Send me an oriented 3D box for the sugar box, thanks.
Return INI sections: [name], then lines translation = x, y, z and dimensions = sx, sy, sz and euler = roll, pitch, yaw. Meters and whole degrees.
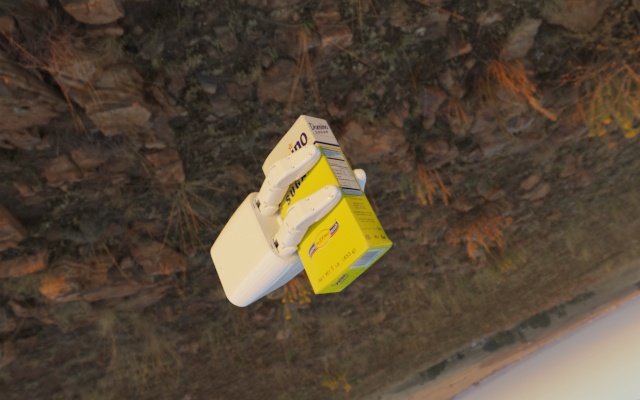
[sugar box]
translation = 0.000, 0.002, 0.523
dimensions = 0.048, 0.176, 0.093
euler = 2, -39, -45
